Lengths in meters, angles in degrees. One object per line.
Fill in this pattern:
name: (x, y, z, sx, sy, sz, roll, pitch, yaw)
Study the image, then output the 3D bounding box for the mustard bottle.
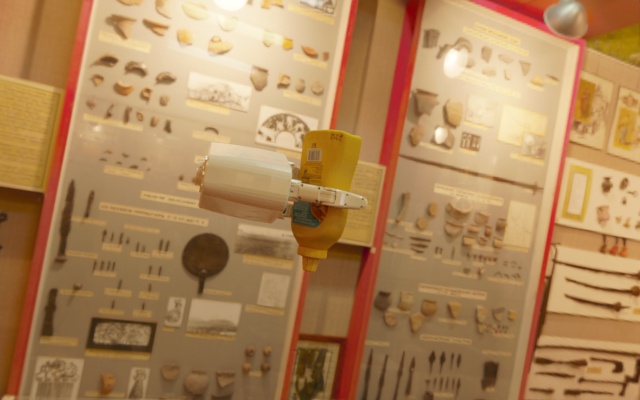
mustard bottle: (0.000, 0.002, 0.654, 0.058, 0.191, 0.096, 11, -1, -39)
